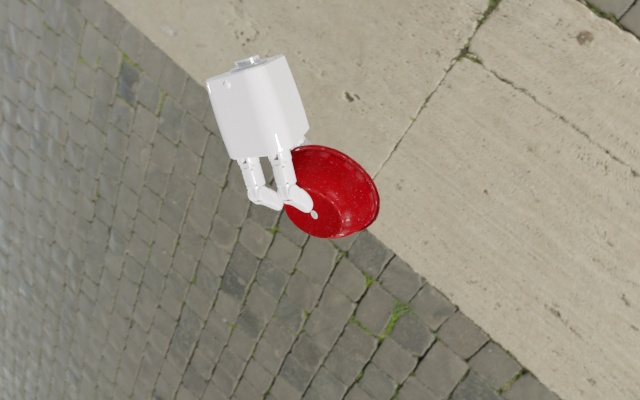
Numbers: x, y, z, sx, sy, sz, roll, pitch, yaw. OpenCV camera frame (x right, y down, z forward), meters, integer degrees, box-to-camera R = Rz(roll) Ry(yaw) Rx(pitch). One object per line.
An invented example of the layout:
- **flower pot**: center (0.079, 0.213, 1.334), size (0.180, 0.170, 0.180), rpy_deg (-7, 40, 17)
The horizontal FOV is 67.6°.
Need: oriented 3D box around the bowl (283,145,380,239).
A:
- **bowl**: center (0.001, 0.004, 0.680), size (0.162, 0.162, 0.055), rpy_deg (0, 39, 33)
